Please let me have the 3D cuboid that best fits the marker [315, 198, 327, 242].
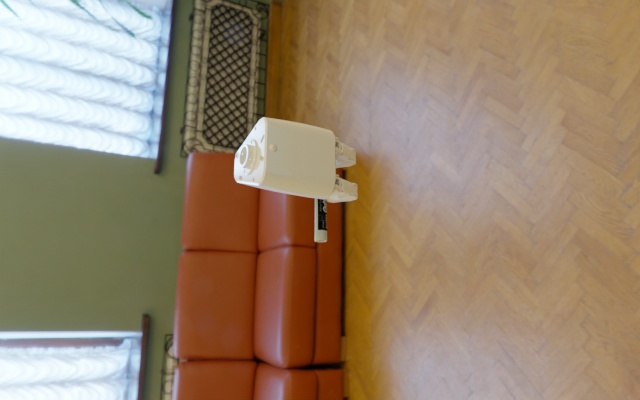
[{"bbox_3d":[0.000,0.002,0.725,0.020,0.121,0.020,0,-15,0],"label":"marker"}]
